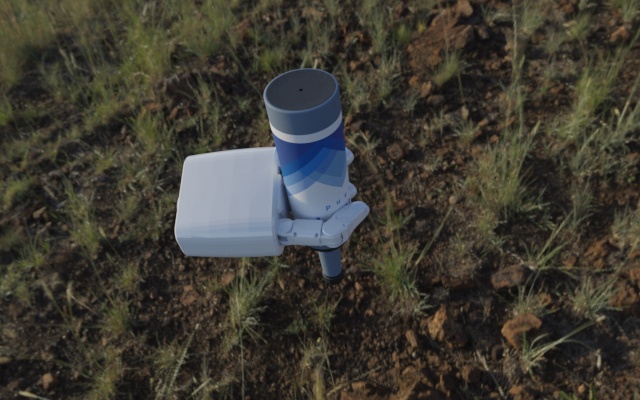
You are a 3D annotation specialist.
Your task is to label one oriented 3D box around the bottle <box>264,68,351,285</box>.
[{"bbox_3d":[0.000,0.002,0.523,0.069,0.069,0.296,0,-42,9],"label":"bottle"}]
